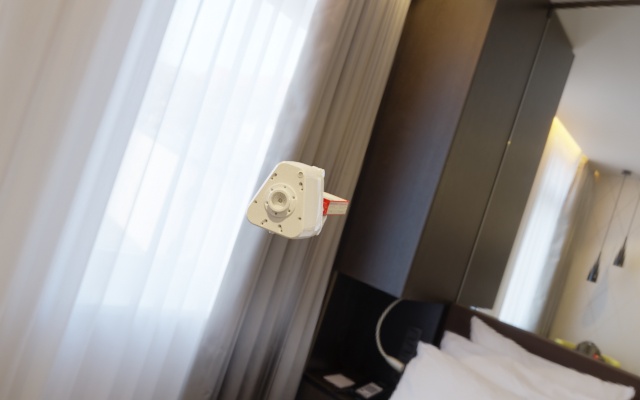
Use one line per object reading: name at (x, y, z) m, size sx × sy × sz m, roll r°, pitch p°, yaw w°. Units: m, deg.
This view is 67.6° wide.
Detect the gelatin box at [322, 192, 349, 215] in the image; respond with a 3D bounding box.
gelatin box at (0.000, 0.002, 0.869) m, size 0.073 × 0.030 × 0.089 m, roll 20°, pitch 8°, yaw 25°
